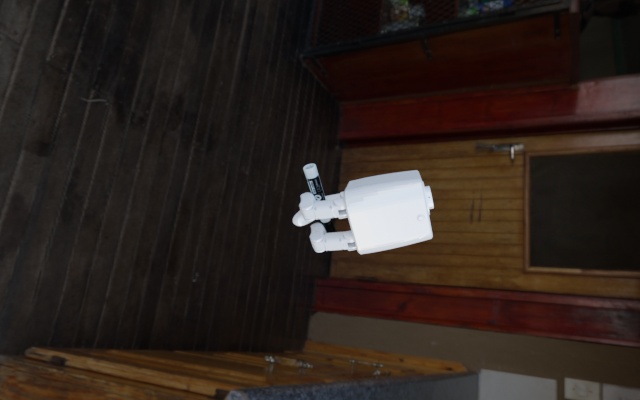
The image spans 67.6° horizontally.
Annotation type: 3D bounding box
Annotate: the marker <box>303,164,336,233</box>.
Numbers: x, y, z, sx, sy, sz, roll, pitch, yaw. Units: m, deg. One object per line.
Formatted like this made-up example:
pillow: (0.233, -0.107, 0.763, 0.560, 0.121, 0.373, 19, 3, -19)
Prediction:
marker: (0.000, 0.002, 0.708, 0.020, 0.121, 0.020, -13, 28, 7)
